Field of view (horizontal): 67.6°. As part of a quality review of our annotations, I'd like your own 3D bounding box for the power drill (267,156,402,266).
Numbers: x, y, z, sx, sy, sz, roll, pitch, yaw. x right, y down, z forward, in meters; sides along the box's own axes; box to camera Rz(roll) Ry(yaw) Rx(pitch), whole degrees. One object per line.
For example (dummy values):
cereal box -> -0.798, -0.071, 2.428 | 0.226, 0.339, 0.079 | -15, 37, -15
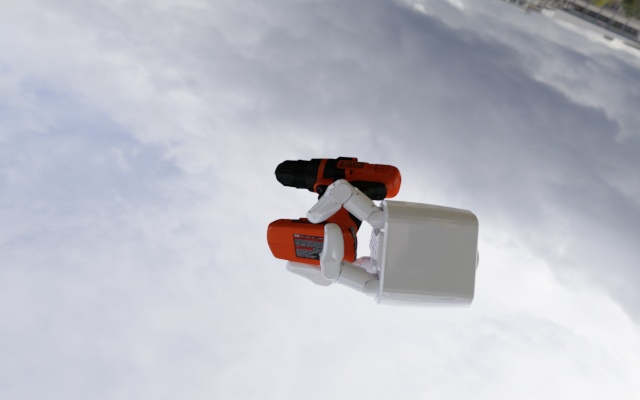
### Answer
power drill -> 0.000, 0.002, 0.620 | 0.184, 0.057, 0.187 | 4, 35, 19
